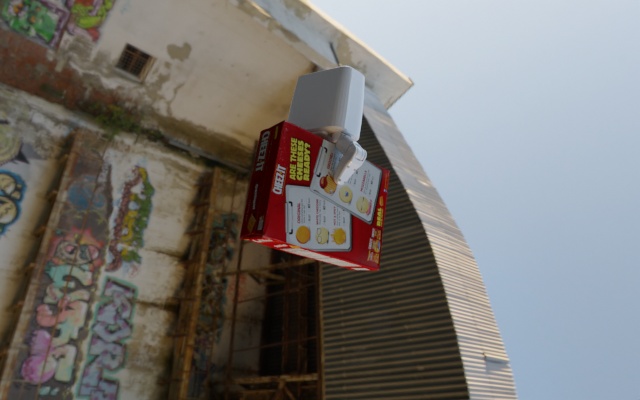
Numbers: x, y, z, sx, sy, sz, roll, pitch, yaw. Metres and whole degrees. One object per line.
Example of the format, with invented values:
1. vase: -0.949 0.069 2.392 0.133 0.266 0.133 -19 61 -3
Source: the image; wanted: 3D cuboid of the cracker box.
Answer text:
1. cracker box: 0.000 0.002 0.701 0.214 0.164 0.072 20 -20 -36
